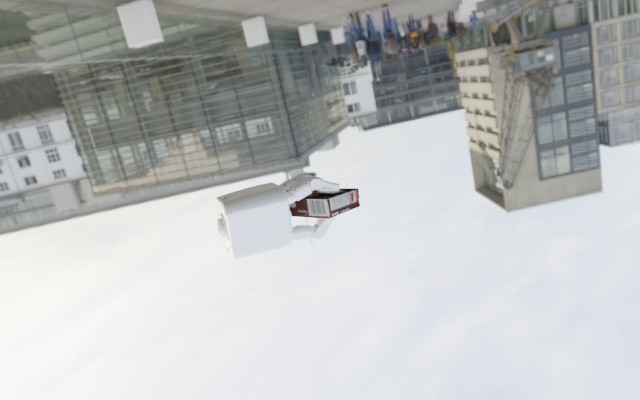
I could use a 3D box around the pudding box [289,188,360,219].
[{"bbox_3d":[0.000,0.003,0.858,0.113,0.039,0.090,4,16,41],"label":"pudding box"}]
